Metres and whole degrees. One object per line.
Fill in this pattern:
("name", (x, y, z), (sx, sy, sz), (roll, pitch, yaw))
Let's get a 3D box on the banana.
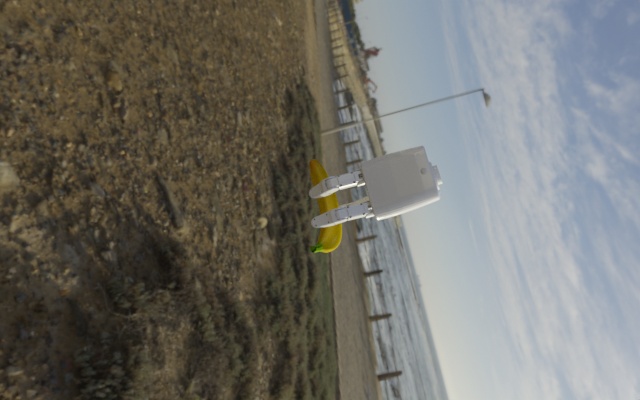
("banana", (0.009, 0.015, 0.833), (0.037, 0.197, 0.070), (-21, -41, 20))
